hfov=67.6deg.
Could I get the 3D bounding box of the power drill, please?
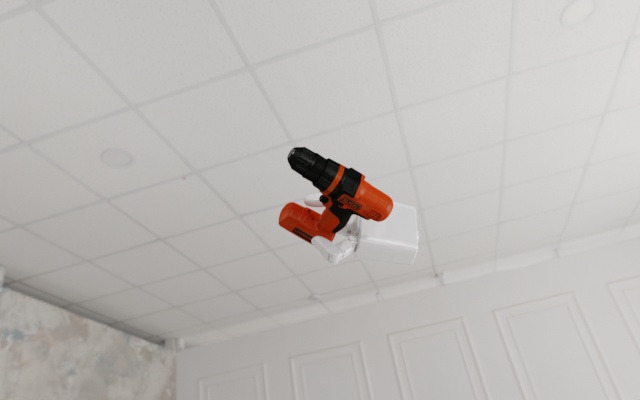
[{"bbox_3d":[0.000,0.003,0.788,0.184,0.057,0.188,32,-35,-12],"label":"power drill"}]
